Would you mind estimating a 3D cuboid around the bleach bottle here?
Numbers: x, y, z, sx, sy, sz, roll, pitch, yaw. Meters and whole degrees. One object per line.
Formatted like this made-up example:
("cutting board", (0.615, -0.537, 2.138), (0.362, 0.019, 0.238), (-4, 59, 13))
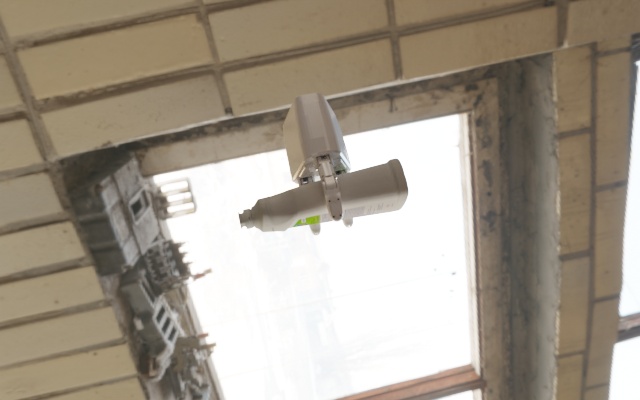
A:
("bleach bottle", (0.000, 0.002, 0.725), (0.251, 0.068, 0.103), (-12, -19, -5))
